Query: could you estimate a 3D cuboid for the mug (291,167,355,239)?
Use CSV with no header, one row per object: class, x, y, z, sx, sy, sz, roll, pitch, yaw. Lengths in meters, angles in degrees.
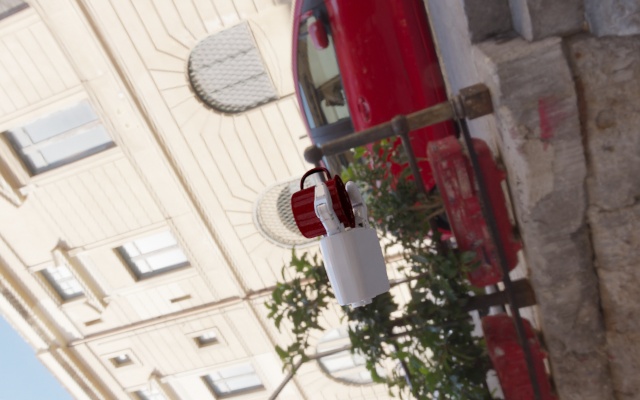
mug,0.000,0.001,0.780,0.081,0.117,0.093,-18,-11,13
